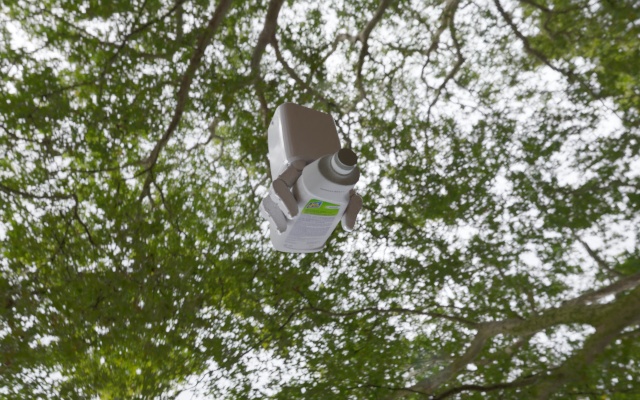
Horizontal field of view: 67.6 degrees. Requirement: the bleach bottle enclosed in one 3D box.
[{"bbox_3d":[0.000,0.002,0.715,0.102,0.068,0.251,1,-28,-22],"label":"bleach bottle"}]
